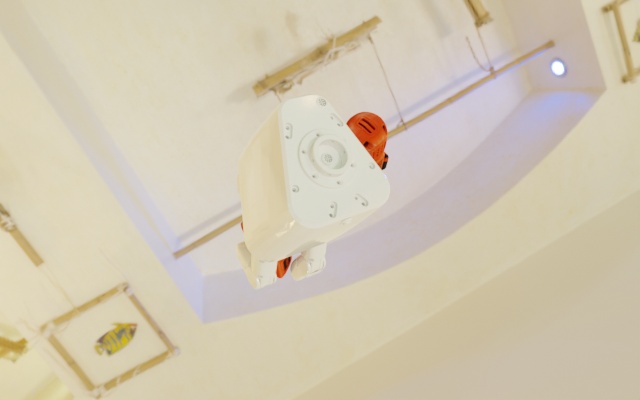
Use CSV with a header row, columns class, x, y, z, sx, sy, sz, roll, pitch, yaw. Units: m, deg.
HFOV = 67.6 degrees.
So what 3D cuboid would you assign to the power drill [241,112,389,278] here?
class,x,y,z,sx,sy,sz,roll,pitch,yaw
power drill,0.000,0.002,0.551,0.057,0.187,0.184,40,-16,17
